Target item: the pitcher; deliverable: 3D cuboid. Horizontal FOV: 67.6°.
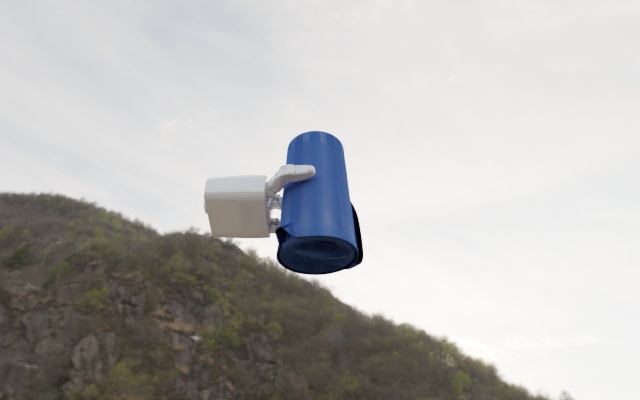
[{"bbox_3d":[0.000,0.003,0.843,0.145,0.242,0.149,-2,-35,2],"label":"pitcher"}]
